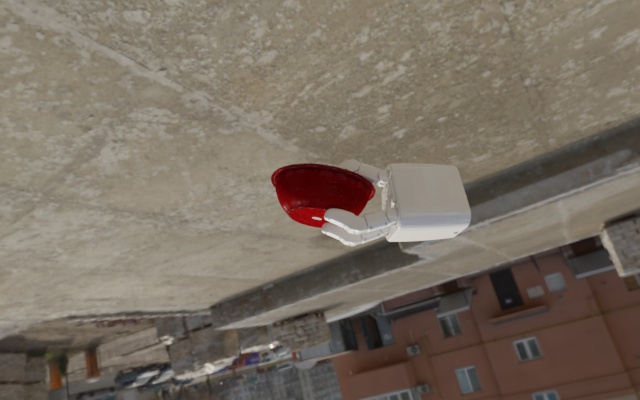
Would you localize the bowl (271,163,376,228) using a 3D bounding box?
[{"bbox_3d":[-0.001,0.003,0.724,0.162,0.055,0.162,8,-20,3],"label":"bowl"}]
